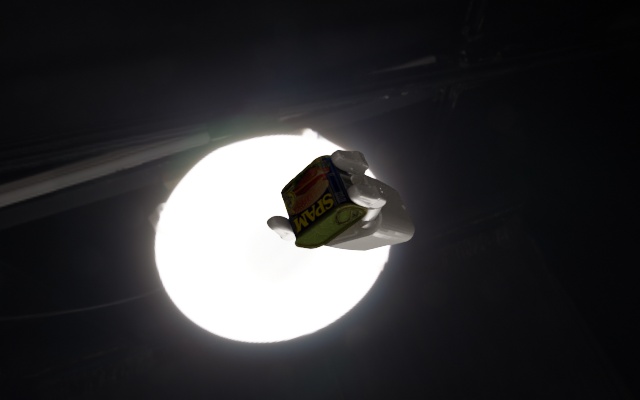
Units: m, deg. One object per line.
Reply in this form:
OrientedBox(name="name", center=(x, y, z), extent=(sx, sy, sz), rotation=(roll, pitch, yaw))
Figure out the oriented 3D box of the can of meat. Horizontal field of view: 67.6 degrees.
OrientedBox(name="can of meat", center=(0.000, 0.002, 0.625), extent=(0.102, 0.084, 0.057), rotation=(-38, -32, 29))
